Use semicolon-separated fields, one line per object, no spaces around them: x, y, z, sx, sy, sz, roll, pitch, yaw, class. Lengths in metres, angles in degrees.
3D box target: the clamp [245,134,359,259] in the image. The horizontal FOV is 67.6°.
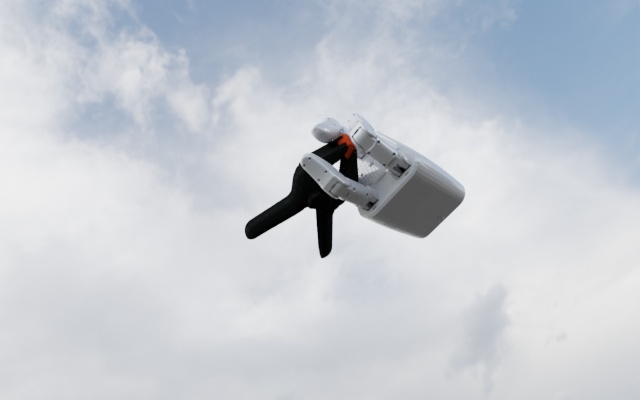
0.000;0.001;0.580;0.120;0.171;0.039;24;28;-36;clamp
